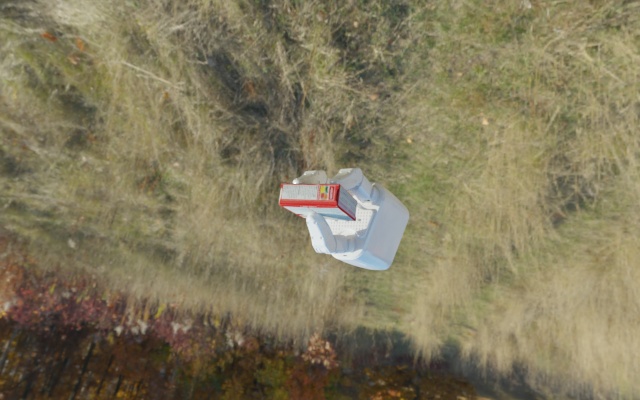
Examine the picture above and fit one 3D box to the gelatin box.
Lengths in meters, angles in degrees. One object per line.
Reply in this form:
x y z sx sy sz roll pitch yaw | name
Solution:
0.000 0.002 0.587 0.073 0.030 0.089 2 -12 20 | gelatin box
